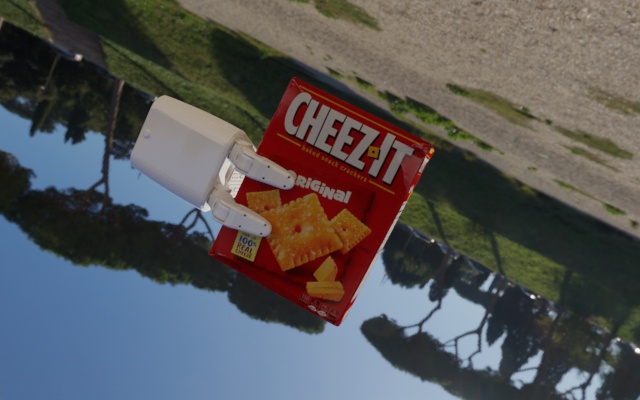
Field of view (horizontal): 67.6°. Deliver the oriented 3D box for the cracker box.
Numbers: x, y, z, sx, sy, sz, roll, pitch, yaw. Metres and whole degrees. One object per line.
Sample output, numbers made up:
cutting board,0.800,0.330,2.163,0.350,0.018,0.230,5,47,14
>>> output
cracker box,0.000,0.002,0.516,0.164,0.214,0.072,28,8,11
